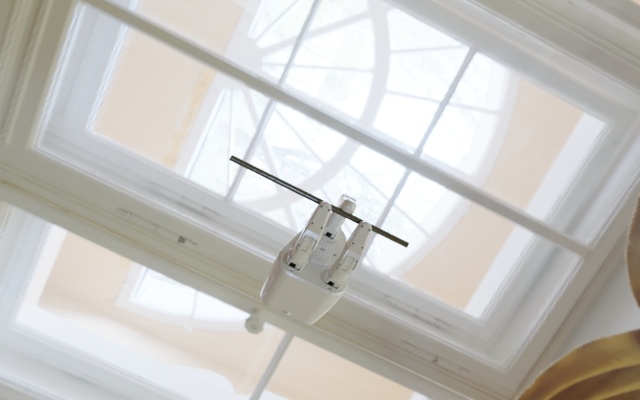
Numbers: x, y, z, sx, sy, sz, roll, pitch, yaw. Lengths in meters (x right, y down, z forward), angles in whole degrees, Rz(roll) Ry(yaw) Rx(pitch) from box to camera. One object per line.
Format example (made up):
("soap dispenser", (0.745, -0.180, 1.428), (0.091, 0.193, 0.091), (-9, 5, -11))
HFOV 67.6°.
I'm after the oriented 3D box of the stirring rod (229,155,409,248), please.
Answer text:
("stirring rod", (0.000, 0.002, 0.579), (0.239, 0.011, 0.011), (26, -2, -4))
